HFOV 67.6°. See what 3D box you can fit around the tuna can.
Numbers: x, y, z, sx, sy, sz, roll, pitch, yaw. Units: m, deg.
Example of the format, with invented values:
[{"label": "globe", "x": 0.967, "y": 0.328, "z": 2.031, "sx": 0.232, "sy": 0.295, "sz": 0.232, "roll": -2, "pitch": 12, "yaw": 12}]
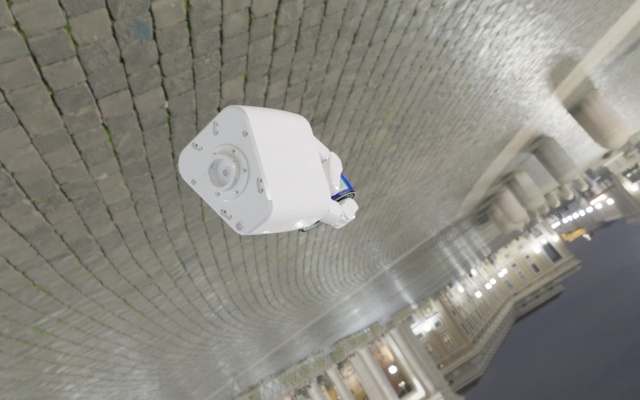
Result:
[{"label": "tuna can", "x": 0.000, "y": 0.002, "z": 0.583, "sx": 0.086, "sy": 0.033, "sz": 0.086, "roll": -34, "pitch": -12, "yaw": -8}]
